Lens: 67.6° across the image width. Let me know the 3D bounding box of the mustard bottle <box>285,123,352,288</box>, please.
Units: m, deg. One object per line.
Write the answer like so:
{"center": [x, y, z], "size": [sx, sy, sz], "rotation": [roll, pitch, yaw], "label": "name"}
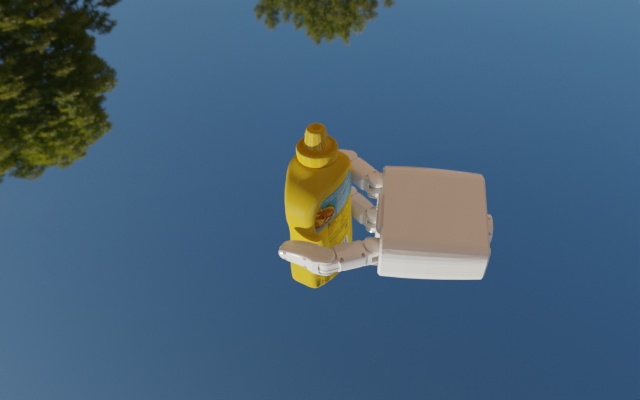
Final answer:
{"center": [0.000, 0.002, 0.513], "size": [0.058, 0.192, 0.096], "rotation": [21, 48, 23], "label": "mustard bottle"}
